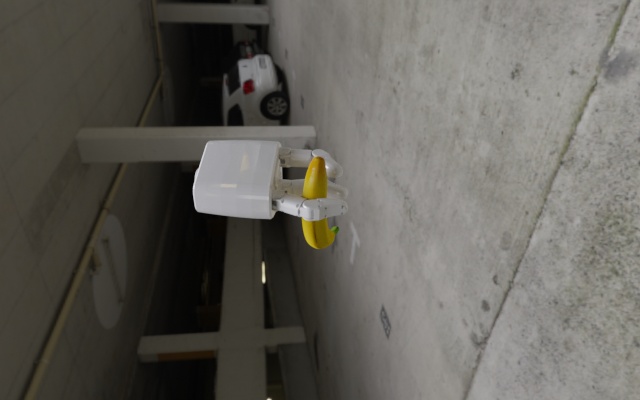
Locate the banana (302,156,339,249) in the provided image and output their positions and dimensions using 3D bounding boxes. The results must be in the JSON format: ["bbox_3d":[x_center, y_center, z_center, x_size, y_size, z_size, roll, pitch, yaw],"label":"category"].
[{"bbox_3d":[-0.004,0.020,0.689,0.037,0.069,0.198,8,-31,12],"label":"banana"}]
